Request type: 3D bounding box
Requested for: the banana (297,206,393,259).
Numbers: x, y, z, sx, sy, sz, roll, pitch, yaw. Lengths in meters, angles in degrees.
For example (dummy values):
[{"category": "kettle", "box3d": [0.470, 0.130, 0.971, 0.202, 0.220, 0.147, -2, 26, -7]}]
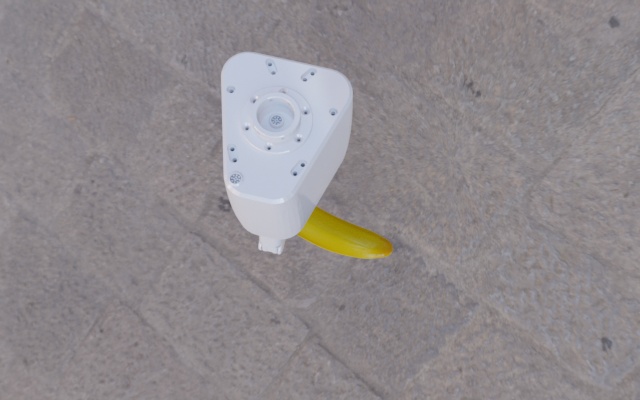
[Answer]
[{"category": "banana", "box3d": [-0.012, 0.010, 0.510, 0.069, 0.198, 0.037, -48, -7, -40]}]
